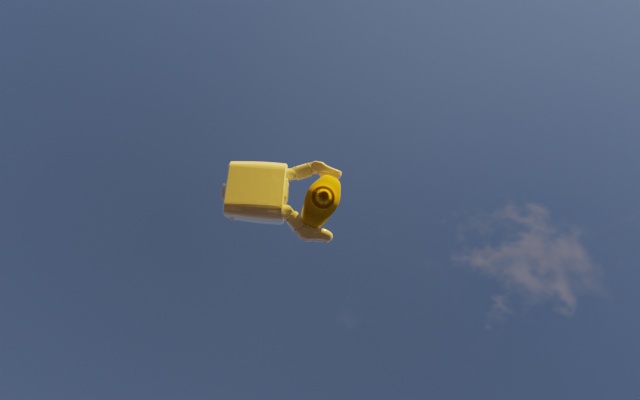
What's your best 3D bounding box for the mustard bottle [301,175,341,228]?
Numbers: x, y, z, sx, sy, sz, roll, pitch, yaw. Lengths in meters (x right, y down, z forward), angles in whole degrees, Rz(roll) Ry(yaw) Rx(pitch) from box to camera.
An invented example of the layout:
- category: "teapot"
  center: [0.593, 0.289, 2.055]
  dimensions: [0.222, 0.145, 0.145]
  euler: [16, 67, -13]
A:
- category: "mustard bottle"
  center: [0.000, 0.003, 0.863]
  dimensions: [0.058, 0.096, 0.191]
  euler: [29, -7, 1]
